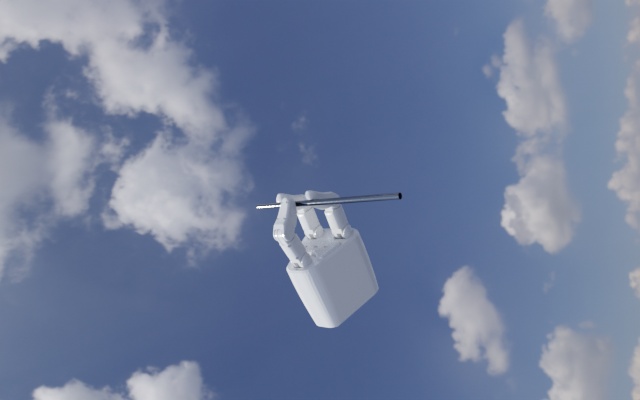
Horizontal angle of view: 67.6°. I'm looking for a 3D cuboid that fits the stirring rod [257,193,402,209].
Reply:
[{"bbox_3d":[0.000,0.002,0.624,0.239,0.011,0.011,-5,-3,41],"label":"stirring rod"}]
